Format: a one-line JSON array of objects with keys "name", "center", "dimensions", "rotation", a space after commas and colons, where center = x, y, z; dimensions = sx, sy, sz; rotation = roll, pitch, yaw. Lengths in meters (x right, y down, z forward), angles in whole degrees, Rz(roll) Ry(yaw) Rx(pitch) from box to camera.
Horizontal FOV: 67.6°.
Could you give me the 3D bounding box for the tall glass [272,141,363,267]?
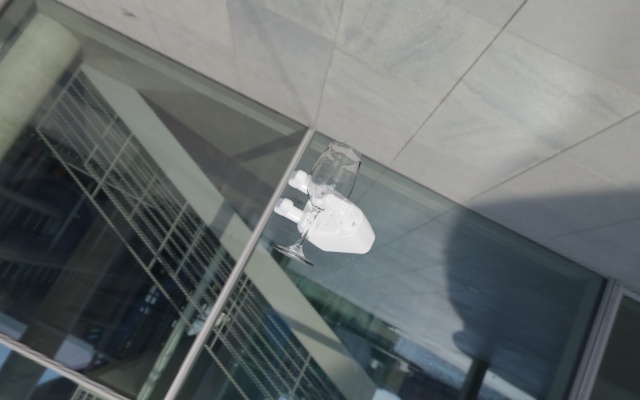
[{"name": "tall glass", "center": [0.000, 0.003, 0.785], "dimensions": [0.079, 0.201, 0.079], "rotation": [25, -13, 6]}]
